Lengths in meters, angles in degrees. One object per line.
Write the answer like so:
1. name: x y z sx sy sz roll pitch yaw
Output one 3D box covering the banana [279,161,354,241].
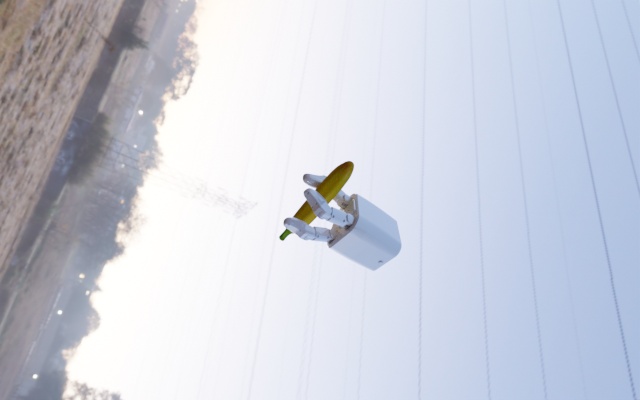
1. banana: 0.000 -0.001 0.871 0.037 0.198 0.069 38 19 -8
